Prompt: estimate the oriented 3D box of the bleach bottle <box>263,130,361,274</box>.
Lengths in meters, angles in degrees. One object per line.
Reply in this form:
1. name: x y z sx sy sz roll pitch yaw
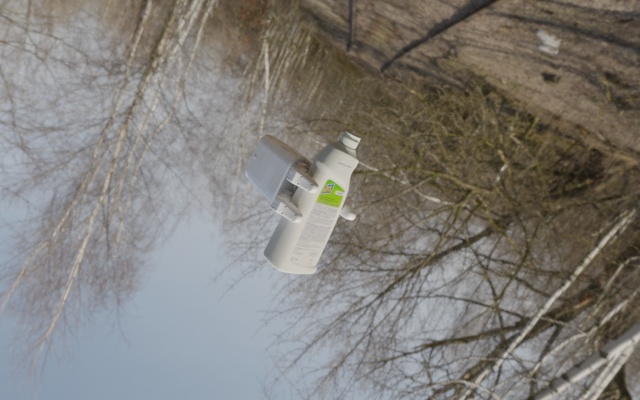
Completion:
1. bleach bottle: 0.000 0.003 0.799 0.102 0.251 0.068 12 21 -48
